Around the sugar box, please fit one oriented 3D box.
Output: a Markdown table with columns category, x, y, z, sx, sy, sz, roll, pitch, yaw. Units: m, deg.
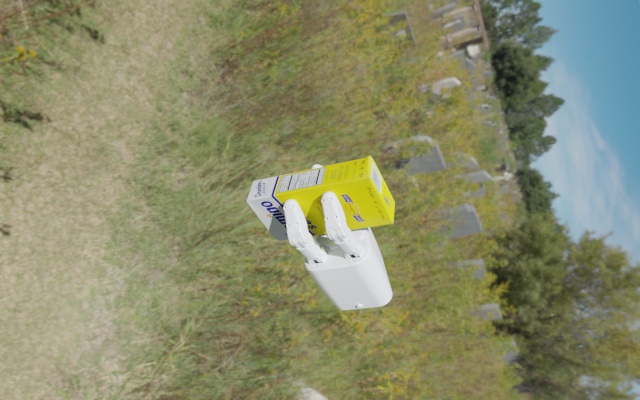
| category | x | y | z | sx | sy | sz | roll | pitch | yaw |
| --- | --- | --- | --- | --- | --- | --- | --- | --- | --- |
| sugar box | 0.000 | 0.003 | 0.636 | 0.176 | 0.048 | 0.093 | -13 | -47 | 23 |
